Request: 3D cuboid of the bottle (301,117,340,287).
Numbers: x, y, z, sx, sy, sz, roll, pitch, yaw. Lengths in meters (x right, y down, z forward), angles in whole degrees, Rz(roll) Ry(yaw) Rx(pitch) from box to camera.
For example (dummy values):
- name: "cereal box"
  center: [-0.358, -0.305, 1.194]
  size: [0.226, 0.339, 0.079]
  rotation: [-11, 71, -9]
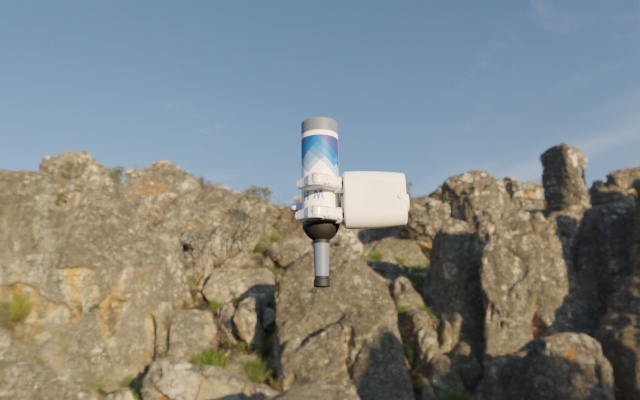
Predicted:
- name: "bottle"
  center: [0.000, 0.002, 0.838]
  size: [0.069, 0.295, 0.069]
  rotation: [-1, -14, 0]
